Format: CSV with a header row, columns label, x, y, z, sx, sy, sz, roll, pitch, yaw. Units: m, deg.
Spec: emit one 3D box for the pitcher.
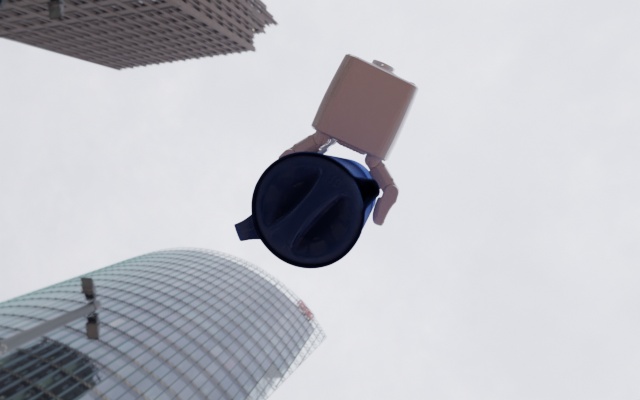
label,x,y,z,sx,sy,sz,roll,pitch,yaw
pitcher,0.000,0.002,0.648,0.149,0.145,0.243,26,11,9
